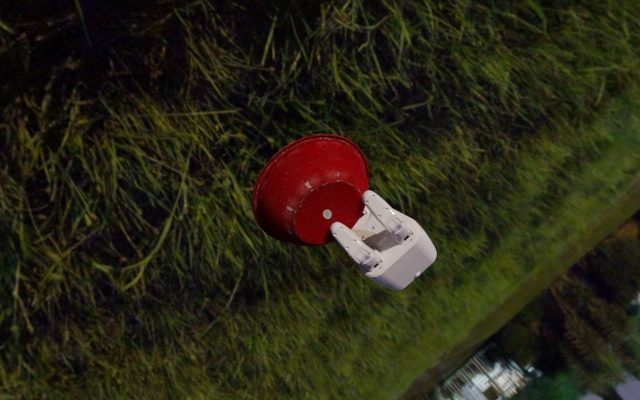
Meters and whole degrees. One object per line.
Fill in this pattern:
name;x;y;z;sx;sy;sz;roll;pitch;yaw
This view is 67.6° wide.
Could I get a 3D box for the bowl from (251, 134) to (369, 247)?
bowl;-0.001;0.002;0.588;0.162;0.162;0.055;0;32;-28
